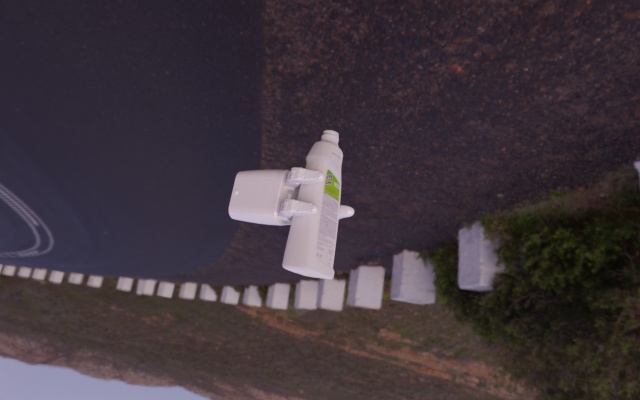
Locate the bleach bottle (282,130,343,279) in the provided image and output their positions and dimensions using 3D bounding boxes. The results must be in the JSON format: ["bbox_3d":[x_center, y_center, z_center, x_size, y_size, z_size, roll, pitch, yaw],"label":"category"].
[{"bbox_3d":[0.000,0.003,0.826,0.068,0.250,0.102,3,-16,27],"label":"bleach bottle"}]
